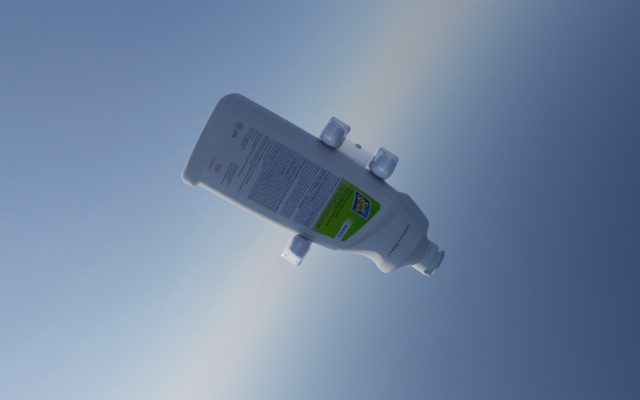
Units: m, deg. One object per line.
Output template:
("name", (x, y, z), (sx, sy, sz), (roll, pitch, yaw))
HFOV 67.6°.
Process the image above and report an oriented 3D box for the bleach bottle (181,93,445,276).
("bleach bottle", (0.000, 0.001, 0.460), (0.251, 0.102, 0.068), (32, 19, 0))
